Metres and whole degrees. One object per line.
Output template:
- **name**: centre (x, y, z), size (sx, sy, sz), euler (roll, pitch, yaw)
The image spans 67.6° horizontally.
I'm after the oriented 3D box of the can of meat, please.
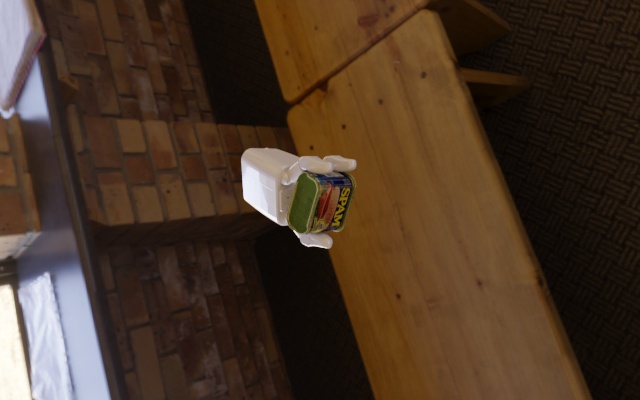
- **can of meat**: centre (0.000, 0.003, 0.761), size (0.084, 0.102, 0.057), euler (-5, 28, -45)
